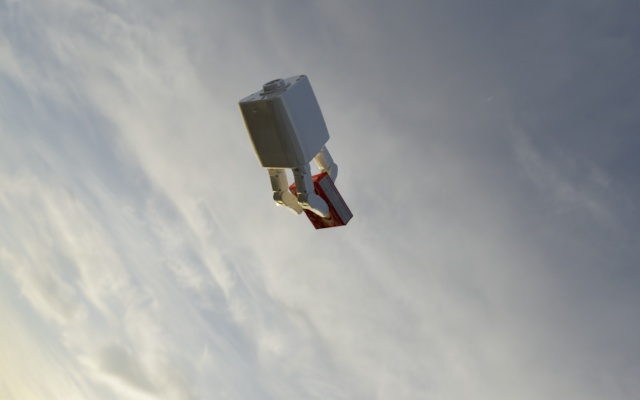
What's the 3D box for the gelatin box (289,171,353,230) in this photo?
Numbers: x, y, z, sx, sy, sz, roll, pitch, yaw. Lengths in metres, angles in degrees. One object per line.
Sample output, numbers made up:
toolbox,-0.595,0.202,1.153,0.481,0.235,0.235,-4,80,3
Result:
gelatin box,0.001,0.003,0.765,0.073,0.089,0.030,-12,27,49
